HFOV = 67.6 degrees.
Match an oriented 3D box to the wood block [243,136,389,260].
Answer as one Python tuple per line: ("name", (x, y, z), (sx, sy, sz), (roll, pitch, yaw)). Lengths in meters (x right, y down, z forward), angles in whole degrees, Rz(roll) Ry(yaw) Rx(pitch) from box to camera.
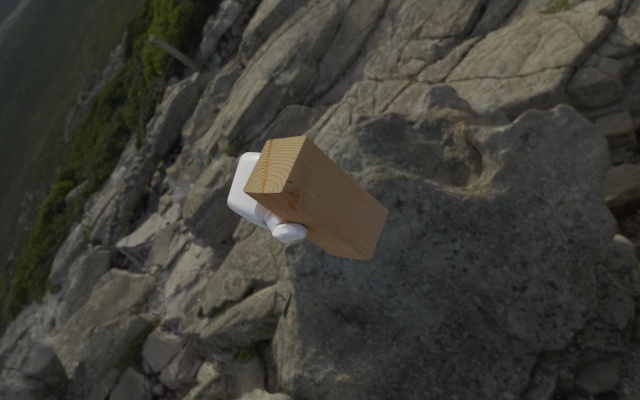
("wood block", (0.000, 0.003, 0.712), (0.090, 0.090, 0.206), (2, -28, 47))
